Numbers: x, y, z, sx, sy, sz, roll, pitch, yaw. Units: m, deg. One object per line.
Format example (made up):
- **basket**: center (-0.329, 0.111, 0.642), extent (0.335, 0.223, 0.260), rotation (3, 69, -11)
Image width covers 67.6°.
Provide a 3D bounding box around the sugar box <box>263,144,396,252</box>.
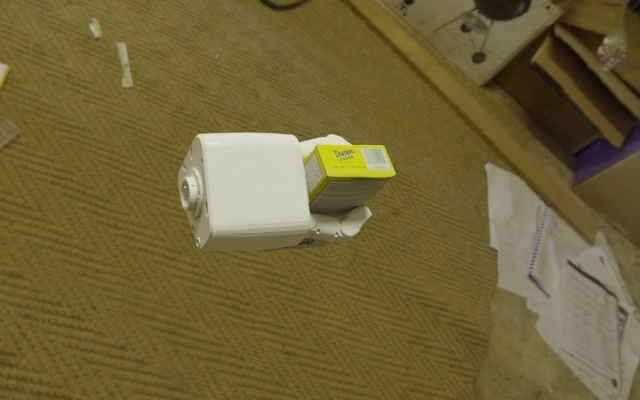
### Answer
- **sugar box**: center (0.000, 0.001, 0.560), extent (0.093, 0.048, 0.176), rotation (-2, -27, -33)
